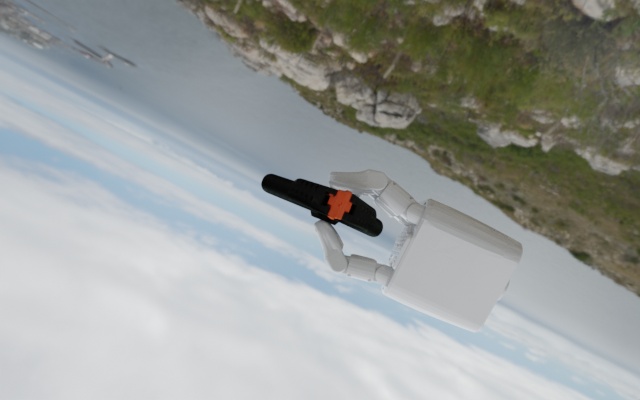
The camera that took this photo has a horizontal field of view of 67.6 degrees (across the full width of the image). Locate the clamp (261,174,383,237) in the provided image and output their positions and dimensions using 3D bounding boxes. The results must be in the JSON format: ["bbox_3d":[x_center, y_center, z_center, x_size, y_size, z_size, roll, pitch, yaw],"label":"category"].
[{"bbox_3d":[0.000,0.003,0.523,0.164,0.036,0.210,22,-2,3],"label":"clamp"}]
